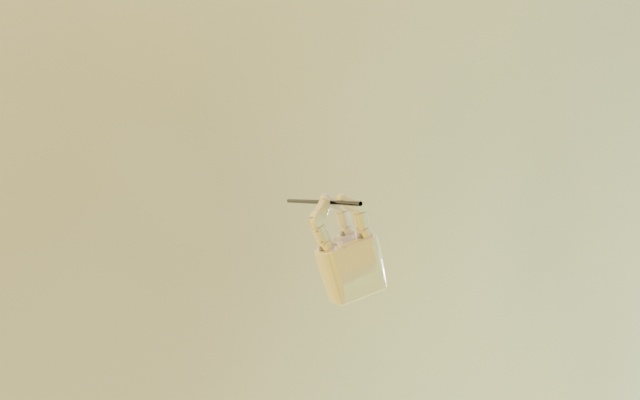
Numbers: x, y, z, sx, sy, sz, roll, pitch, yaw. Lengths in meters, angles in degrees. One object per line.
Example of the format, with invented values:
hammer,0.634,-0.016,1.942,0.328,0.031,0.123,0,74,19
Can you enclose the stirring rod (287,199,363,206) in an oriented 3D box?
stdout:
stirring rod,0.000,0.003,0.888,0.011,0.011,0.239,0,1,-33
